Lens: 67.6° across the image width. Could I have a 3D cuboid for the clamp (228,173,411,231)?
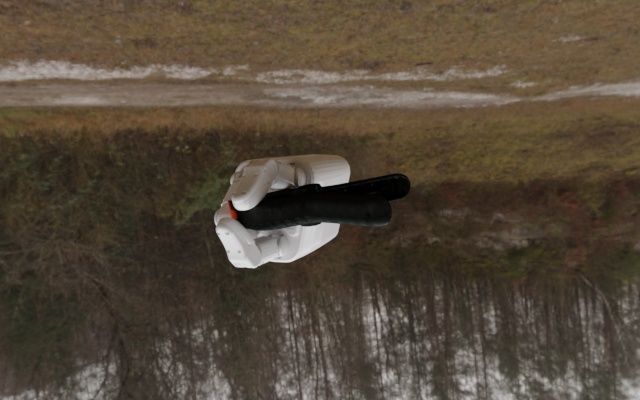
[{"bbox_3d":[0.000,0.002,0.440,0.171,0.039,0.120,-2,7,28],"label":"clamp"}]
